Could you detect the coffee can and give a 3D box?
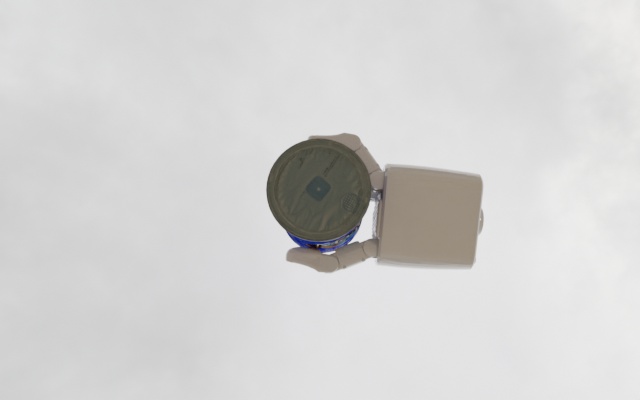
[{"bbox_3d":[0.000,0.002,0.530,0.103,0.102,0.140,0,-11,2],"label":"coffee can"}]
